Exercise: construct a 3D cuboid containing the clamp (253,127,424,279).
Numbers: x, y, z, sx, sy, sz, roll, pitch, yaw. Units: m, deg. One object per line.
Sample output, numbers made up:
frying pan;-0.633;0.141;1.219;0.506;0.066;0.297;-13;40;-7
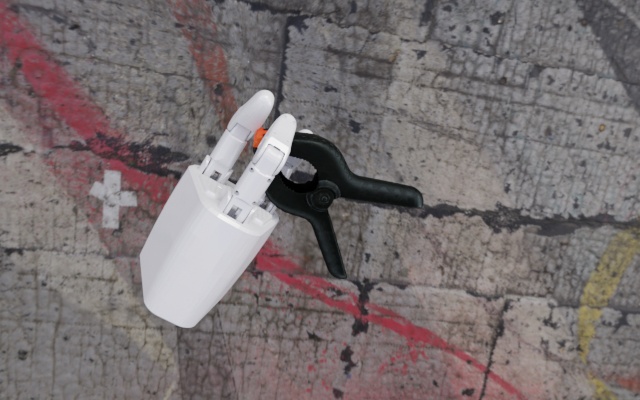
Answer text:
clamp;0.000;0.002;0.451;0.171;0.120;0.039;31;12;-16
